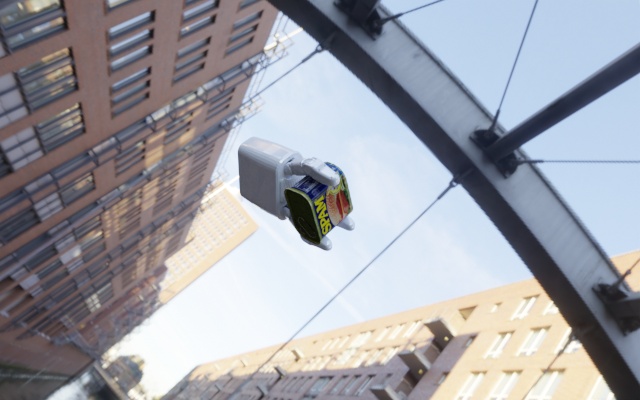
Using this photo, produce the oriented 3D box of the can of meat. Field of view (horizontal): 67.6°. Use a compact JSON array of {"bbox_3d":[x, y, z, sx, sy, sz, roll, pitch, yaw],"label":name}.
[{"bbox_3d":[0.000,0.002,0.739,0.057,0.102,0.084,23,51,39],"label":"can of meat"}]
